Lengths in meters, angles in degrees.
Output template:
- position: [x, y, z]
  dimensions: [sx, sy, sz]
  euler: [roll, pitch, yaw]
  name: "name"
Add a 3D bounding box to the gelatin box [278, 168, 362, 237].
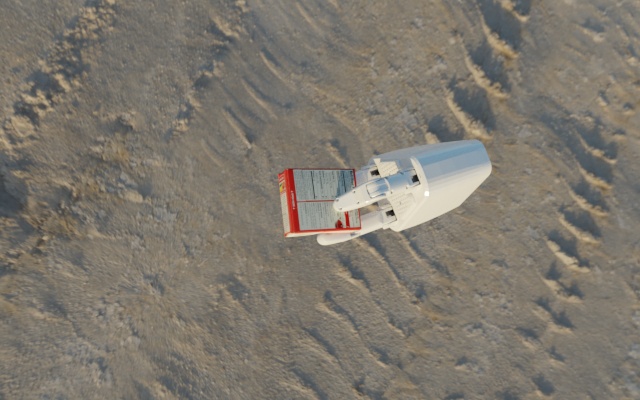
- position: [0.000, 0.002, 0.543]
  dimensions: [0.089, 0.073, 0.030]
  euler: [-2, -12, -27]
  name: "gelatin box"
